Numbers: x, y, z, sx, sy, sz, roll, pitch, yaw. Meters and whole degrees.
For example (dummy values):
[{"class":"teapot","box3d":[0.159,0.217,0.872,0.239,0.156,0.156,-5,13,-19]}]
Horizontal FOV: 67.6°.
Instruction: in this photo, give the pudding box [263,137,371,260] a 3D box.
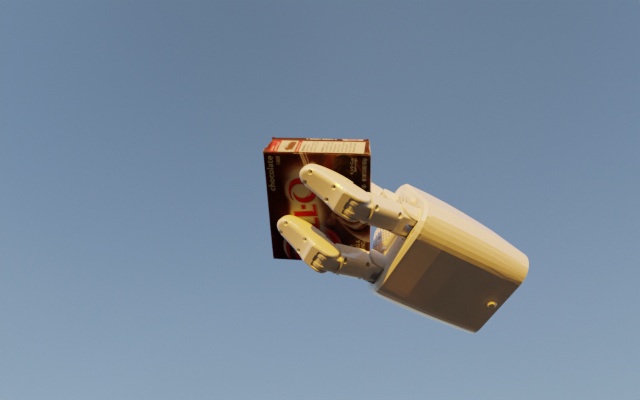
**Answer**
[{"class":"pudding box","box3d":[0.000,0.001,0.426,0.090,0.113,0.039,2,28,7]}]
